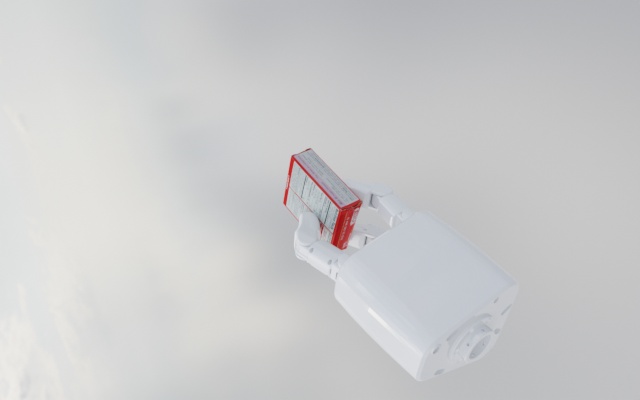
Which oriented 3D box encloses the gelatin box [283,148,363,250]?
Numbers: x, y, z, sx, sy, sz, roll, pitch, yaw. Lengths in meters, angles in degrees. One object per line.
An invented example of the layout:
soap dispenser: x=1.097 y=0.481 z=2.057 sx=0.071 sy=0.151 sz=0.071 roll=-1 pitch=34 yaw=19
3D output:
gelatin box: x=0.000 y=0.002 z=0.497 sx=0.030 sy=0.073 sz=0.089 roll=-24 pitch=57 yaw=-31
